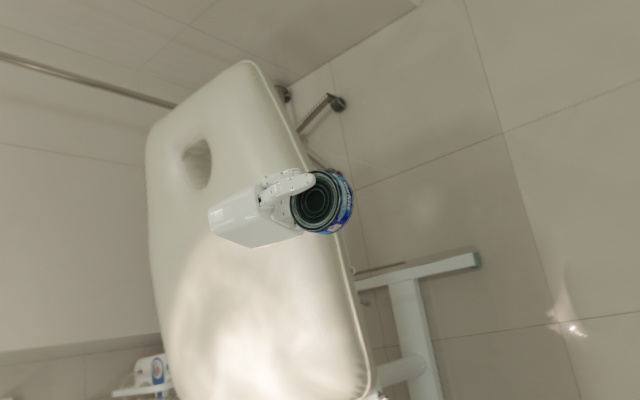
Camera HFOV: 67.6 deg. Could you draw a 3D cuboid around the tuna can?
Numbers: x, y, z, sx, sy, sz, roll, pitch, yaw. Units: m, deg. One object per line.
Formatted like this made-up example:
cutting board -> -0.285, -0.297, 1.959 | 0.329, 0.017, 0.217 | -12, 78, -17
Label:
tuna can -> 0.000, 0.002, 0.643 | 0.086, 0.086, 0.034 | 0, -8, 35
